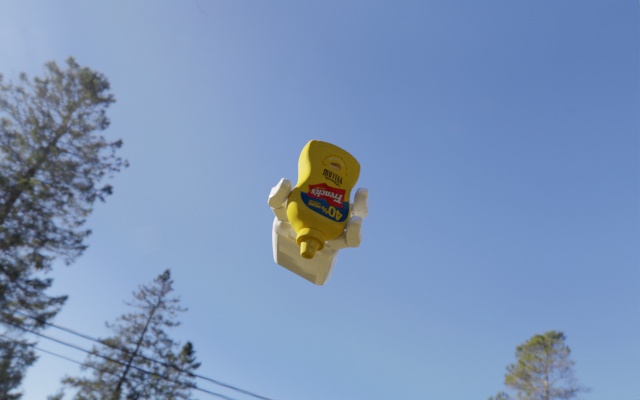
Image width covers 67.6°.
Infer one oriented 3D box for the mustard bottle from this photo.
[{"bbox_3d":[0.000,0.002,0.708,0.096,0.191,0.058,27,-39,-16],"label":"mustard bottle"}]
